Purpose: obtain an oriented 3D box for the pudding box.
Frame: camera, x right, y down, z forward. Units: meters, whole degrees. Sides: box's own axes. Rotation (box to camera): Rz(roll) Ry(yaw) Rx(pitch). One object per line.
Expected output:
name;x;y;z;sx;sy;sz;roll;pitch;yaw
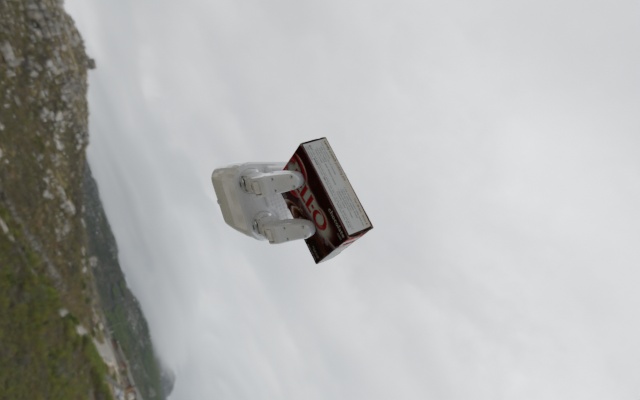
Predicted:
pudding box;0.000;0.002;0.517;0.039;0.113;0.090;-23;-13;-29
